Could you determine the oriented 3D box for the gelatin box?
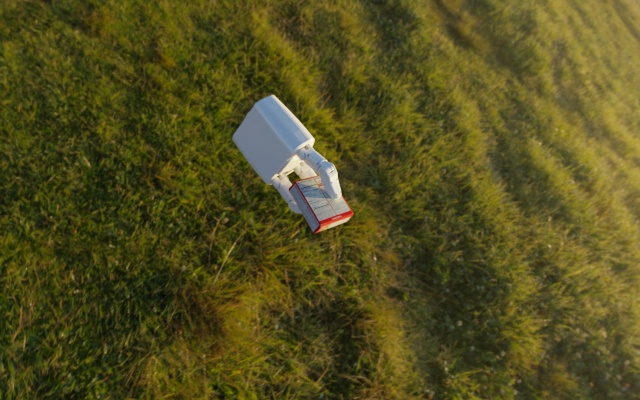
[{"bbox_3d":[0.001,0.003,0.783,0.073,0.089,0.030,-17,-23,-39],"label":"gelatin box"}]
